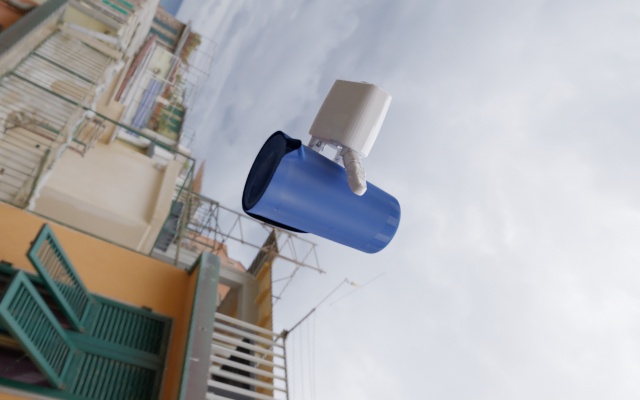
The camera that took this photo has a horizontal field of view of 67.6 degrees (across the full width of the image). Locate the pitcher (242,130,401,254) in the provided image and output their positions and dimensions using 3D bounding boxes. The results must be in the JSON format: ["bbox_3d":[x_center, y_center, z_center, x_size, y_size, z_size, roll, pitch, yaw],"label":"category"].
[{"bbox_3d":[0.000,0.002,0.773,0.243,0.145,0.149,25,0,-24],"label":"pitcher"}]
